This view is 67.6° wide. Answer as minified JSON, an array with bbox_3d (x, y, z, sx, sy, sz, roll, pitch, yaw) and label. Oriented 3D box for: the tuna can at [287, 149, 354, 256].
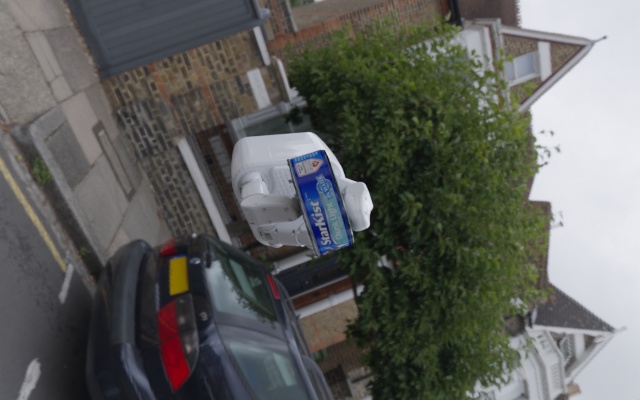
[{"bbox_3d":[0.001,0.001,0.401,0.034,0.086,0.086,-17,0,-1],"label":"tuna can"}]
